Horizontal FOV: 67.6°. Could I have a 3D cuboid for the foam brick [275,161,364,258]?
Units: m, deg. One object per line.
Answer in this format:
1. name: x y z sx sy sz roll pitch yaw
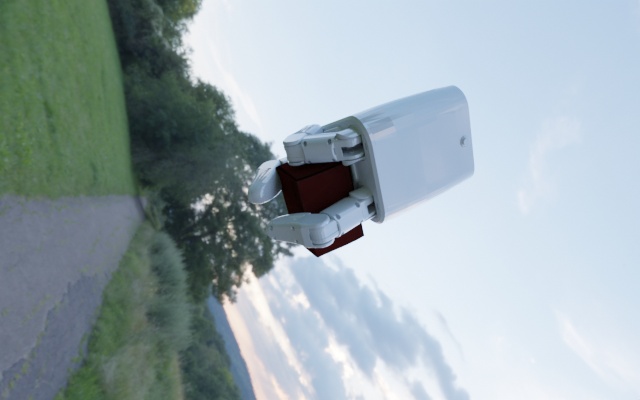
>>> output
1. foam brick: 0.000 0.002 0.432 0.051 0.078 0.053 -22 26 -18
